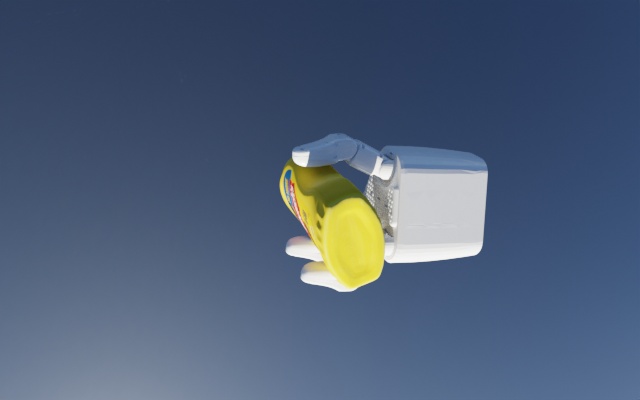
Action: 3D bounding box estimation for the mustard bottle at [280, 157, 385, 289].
[{"bbox_3d":[0.000,0.002,0.489,0.058,0.096,0.191,-22,29,-10],"label":"mustard bottle"}]
